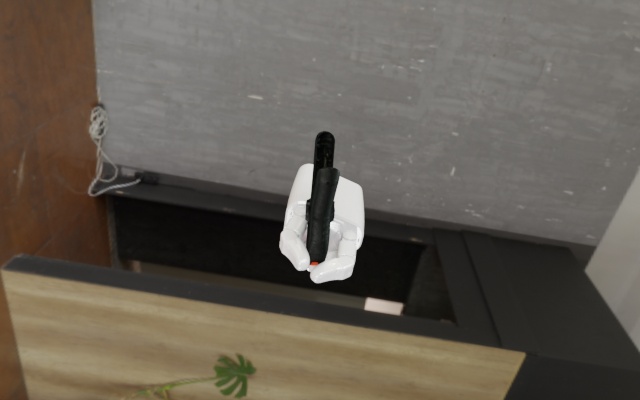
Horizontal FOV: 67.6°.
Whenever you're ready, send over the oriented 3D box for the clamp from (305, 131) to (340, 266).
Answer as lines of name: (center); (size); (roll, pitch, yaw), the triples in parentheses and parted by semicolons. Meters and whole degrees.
clamp: (0.001, 0.002, 0.593); (0.039, 0.172, 0.120); (10, 37, -1)
